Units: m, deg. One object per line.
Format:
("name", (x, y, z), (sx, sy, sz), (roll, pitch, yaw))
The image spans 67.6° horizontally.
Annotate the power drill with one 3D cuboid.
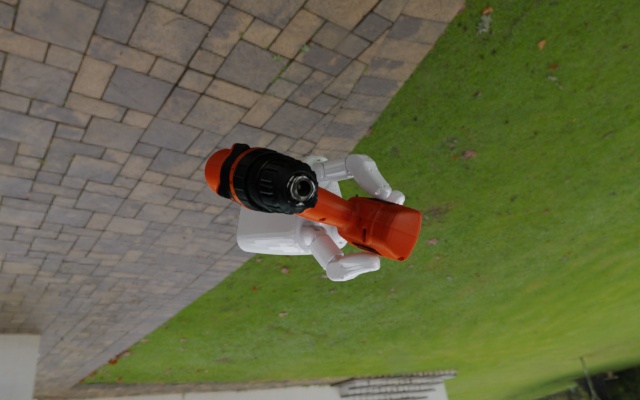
("power drill", (0.000, 0.002, 0.436), (0.188, 0.057, 0.184), (23, -2, -29))
